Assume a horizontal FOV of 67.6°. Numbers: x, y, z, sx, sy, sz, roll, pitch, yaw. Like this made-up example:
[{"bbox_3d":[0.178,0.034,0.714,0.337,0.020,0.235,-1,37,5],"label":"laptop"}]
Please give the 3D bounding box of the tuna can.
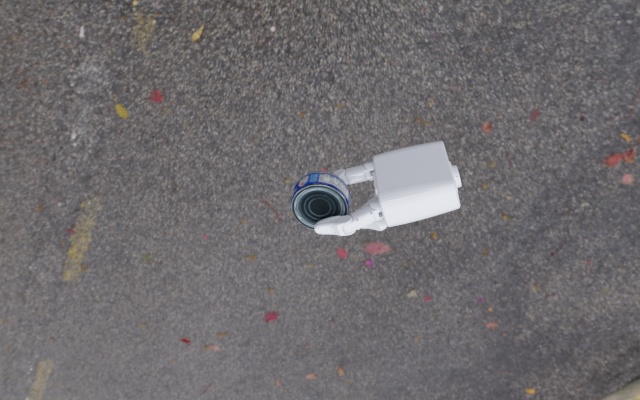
[{"bbox_3d":[0.000,0.003,0.697,0.086,0.086,0.033,0,35,7],"label":"tuna can"}]
